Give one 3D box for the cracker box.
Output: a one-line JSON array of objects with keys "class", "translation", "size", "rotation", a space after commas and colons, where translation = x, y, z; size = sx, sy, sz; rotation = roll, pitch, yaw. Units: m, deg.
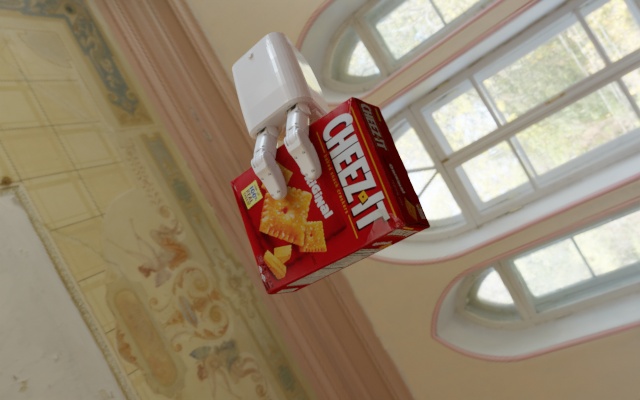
[{"class": "cracker box", "translation": [0.000, 0.002, 0.586], "size": [0.214, 0.164, 0.072], "rotation": [-31, -20, 31]}]
